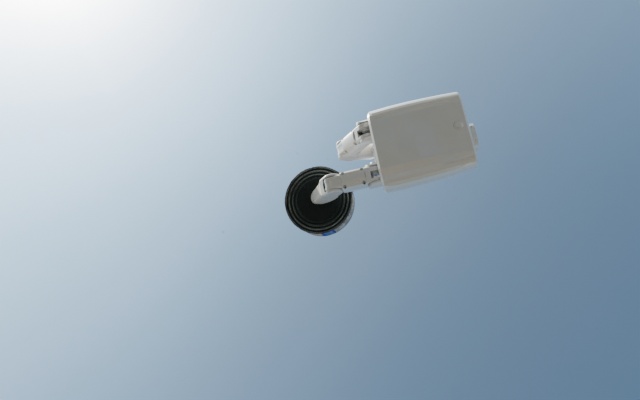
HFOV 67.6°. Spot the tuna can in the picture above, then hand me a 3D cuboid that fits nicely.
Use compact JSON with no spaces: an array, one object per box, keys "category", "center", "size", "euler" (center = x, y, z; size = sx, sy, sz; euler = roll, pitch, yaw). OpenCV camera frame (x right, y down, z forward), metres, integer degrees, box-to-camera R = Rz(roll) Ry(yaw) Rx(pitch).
[{"category":"tuna can","center":[0.000,0.002,0.608],"size":[0.086,0.086,0.034],"euler":[0,-11,12]}]
